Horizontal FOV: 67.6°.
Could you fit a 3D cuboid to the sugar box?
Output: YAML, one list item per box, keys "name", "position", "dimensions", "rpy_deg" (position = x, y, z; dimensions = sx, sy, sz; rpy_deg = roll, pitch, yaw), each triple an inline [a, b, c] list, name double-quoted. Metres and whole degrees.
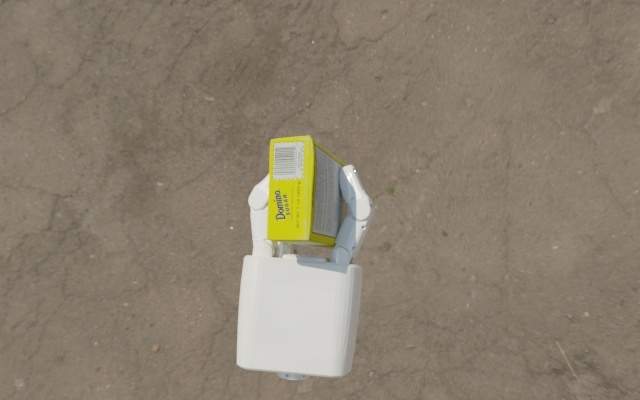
- name: "sugar box"
  position: [0.000, 0.002, 0.492]
  dimensions: [0.048, 0.093, 0.176]
  rpy_deg: [0, -9, 16]
